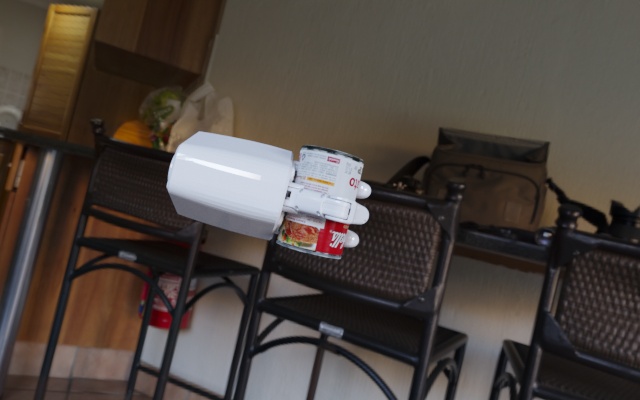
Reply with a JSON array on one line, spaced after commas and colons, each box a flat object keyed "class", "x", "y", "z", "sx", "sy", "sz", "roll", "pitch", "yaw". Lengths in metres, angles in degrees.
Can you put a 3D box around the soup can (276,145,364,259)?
[{"class": "soup can", "x": 0.001, "y": 0.001, "z": 0.486, "sx": 0.068, "sy": 0.102, "sz": 0.068, "roll": 14, "pitch": -1, "yaw": 0}]
